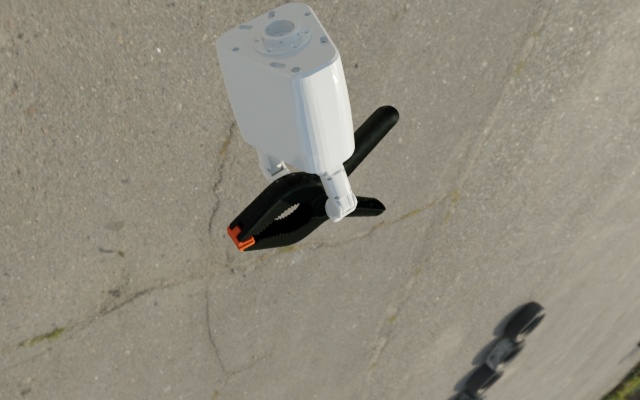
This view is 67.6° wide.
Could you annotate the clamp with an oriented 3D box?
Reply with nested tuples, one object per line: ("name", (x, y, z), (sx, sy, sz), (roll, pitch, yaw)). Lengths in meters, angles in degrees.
("clamp", (0.000, 0.002, 0.527), (0.210, 0.036, 0.165), (-31, -36, -15))
